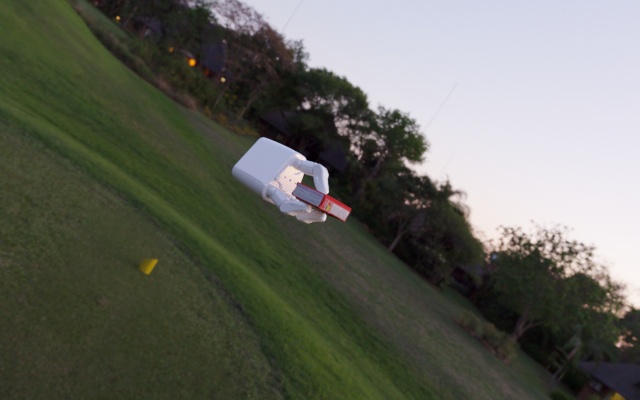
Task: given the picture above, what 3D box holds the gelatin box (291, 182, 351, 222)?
[{"bbox_3d":[0.001,0.003,0.868,0.073,0.030,0.089,30,-4,-42],"label":"gelatin box"}]
